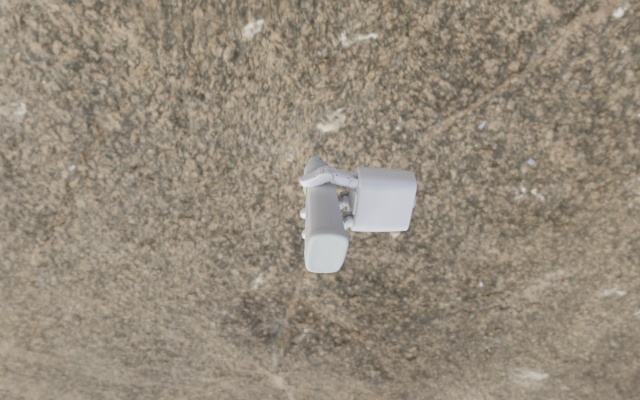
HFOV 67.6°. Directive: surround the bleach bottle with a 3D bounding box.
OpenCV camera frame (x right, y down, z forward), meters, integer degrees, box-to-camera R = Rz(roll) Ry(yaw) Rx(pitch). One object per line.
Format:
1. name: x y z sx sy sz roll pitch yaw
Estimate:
1. bleach bottle: 0.000 0.003 0.858 0.068 0.103 0.250 3 44 -8
